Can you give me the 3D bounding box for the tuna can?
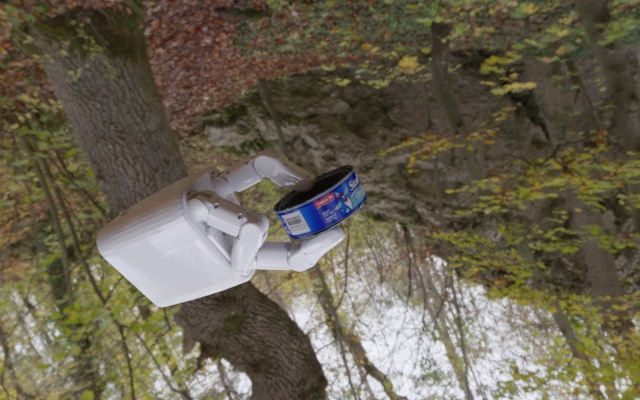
[{"bbox_3d":[0.000,0.002,0.456,0.086,0.034,0.086,-27,12,6],"label":"tuna can"}]
